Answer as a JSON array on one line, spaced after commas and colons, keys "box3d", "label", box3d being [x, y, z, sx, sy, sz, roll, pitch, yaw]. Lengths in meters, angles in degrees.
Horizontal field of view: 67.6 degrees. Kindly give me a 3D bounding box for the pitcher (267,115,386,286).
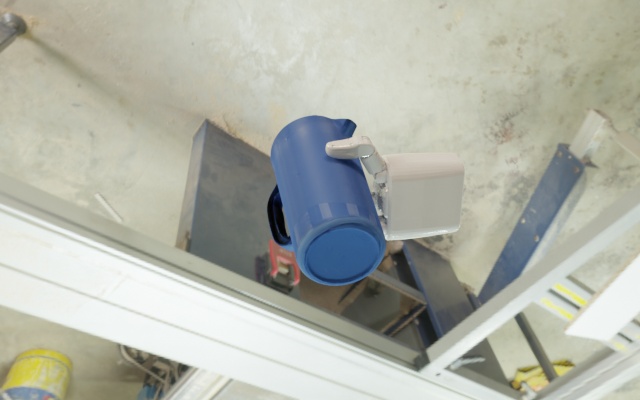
[{"box3d": [0.000, 0.002, 0.651, 0.145, 0.149, 0.242, -5, 36, -7], "label": "pitcher"}]
